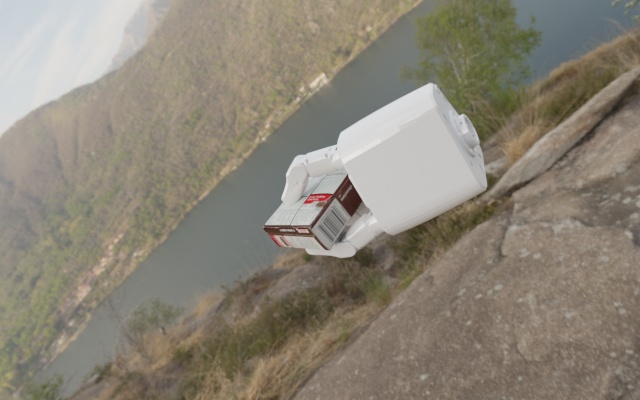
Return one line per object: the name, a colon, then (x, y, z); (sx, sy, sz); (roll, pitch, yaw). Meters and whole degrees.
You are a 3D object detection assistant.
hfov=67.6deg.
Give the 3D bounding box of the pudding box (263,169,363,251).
pudding box: (0.000, 0.002, 0.537); (0.090, 0.039, 0.113); (-4, 41, 51)
